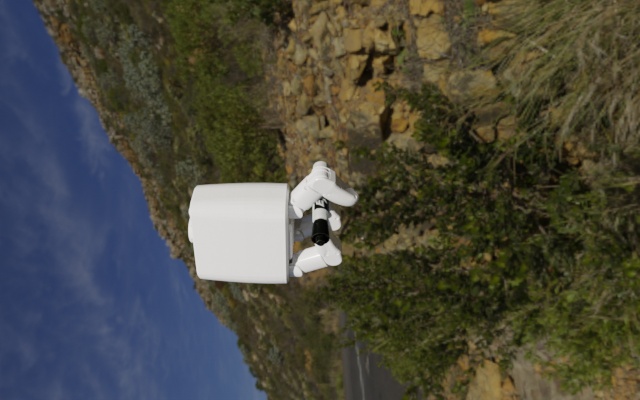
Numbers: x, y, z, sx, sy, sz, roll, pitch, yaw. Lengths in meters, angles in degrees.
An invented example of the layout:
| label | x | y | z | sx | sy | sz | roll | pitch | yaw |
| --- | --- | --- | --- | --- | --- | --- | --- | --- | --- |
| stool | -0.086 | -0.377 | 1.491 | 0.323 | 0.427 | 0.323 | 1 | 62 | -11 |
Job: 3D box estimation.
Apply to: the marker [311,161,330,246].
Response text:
| label | x | y | z | sx | sy | sz | roll | pitch | yaw |
| --- | --- | --- | --- | --- | --- | --- | --- | --- | --- |
| marker | 0.000 | 0.002 | 0.522 | 0.020 | 0.020 | 0.121 | 0 | 44 | 1 |
